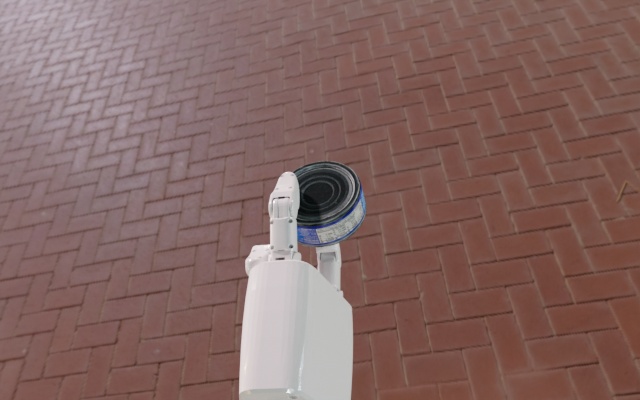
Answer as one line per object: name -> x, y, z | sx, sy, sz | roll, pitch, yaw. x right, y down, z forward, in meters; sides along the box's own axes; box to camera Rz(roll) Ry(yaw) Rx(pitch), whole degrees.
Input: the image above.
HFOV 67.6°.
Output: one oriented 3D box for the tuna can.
tuna can -> 0.000, 0.001, 0.465 | 0.086, 0.086, 0.034 | 0, -41, 17
